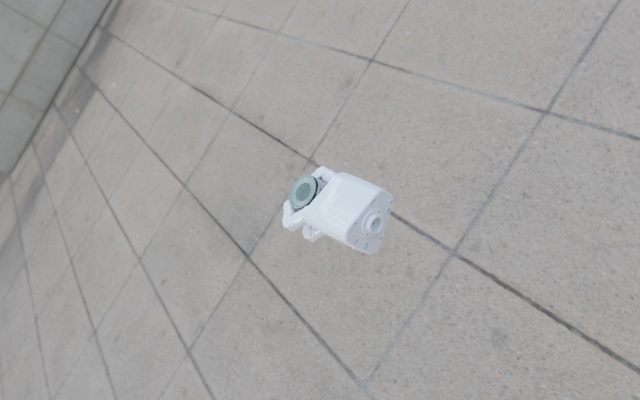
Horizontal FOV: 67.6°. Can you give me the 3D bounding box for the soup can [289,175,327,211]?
[{"bbox_3d":[0.000,0.003,0.876,0.068,0.068,0.102,0,-22,44],"label":"soup can"}]
